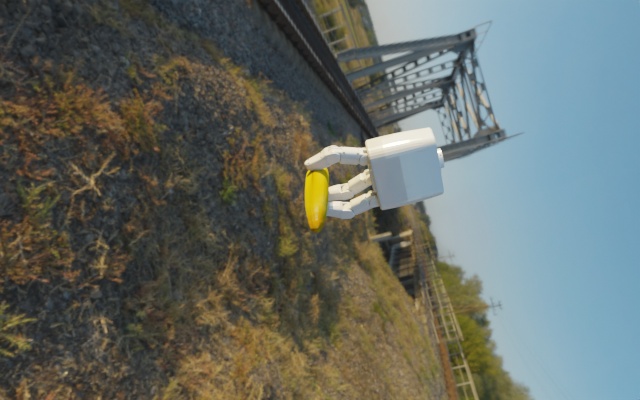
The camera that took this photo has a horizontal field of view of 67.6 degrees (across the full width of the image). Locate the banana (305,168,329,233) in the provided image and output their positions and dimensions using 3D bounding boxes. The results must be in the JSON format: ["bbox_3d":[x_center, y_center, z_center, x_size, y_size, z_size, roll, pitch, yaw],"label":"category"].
[{"bbox_3d":[-0.003,-0.016,0.769,0.037,0.070,0.197,-9,19,5],"label":"banana"}]
